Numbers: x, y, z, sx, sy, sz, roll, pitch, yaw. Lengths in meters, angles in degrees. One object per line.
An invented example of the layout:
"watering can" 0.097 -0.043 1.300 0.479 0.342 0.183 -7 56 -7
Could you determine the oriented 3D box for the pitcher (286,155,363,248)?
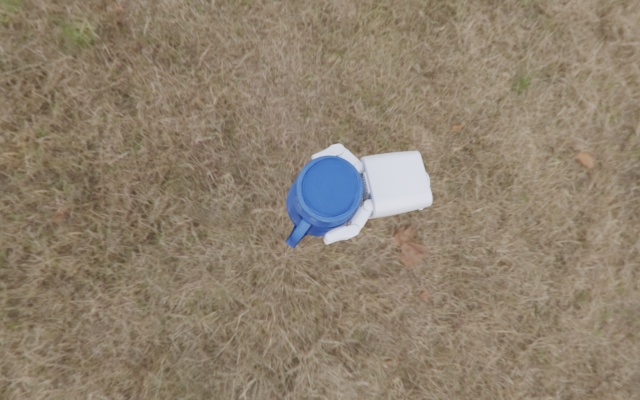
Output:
"pitcher" 0.000 0.003 0.862 0.145 0.149 0.243 -8 -6 -5
